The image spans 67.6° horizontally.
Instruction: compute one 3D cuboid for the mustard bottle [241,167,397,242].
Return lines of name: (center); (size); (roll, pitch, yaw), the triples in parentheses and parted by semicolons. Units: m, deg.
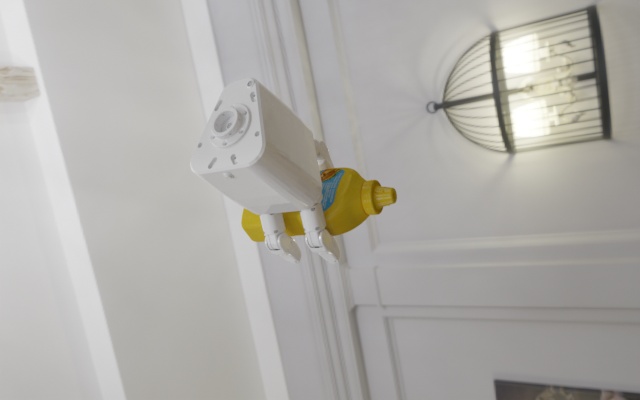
mustard bottle: (0.000, 0.002, 0.586); (0.191, 0.058, 0.096); (-6, 41, 29)
